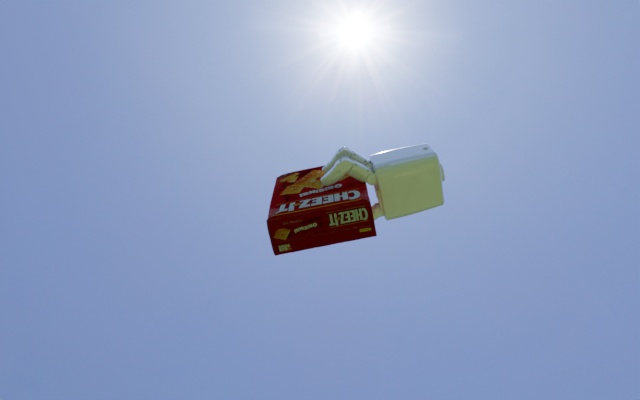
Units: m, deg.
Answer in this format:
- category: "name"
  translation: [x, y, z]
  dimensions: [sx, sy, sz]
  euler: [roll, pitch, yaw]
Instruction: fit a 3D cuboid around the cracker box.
- category: "cracker box"
  translation: [0.000, 0.003, 0.822]
  dimensions: [0.164, 0.072, 0.213]
  euler: [-12, 21, 4]
